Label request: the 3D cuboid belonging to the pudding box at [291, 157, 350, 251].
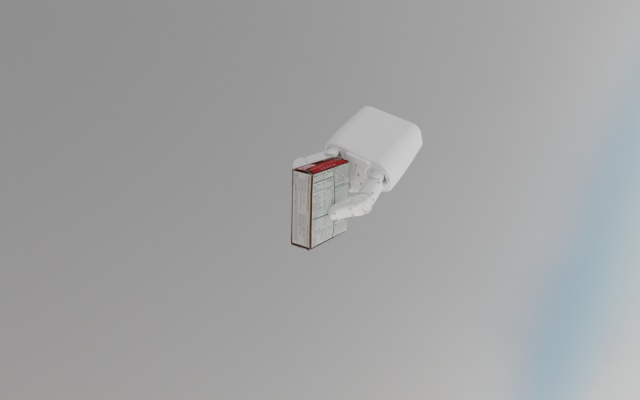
[{"bbox_3d":[0.000,0.002,0.668,0.039,0.113,0.090,14,23,36],"label":"pudding box"}]
